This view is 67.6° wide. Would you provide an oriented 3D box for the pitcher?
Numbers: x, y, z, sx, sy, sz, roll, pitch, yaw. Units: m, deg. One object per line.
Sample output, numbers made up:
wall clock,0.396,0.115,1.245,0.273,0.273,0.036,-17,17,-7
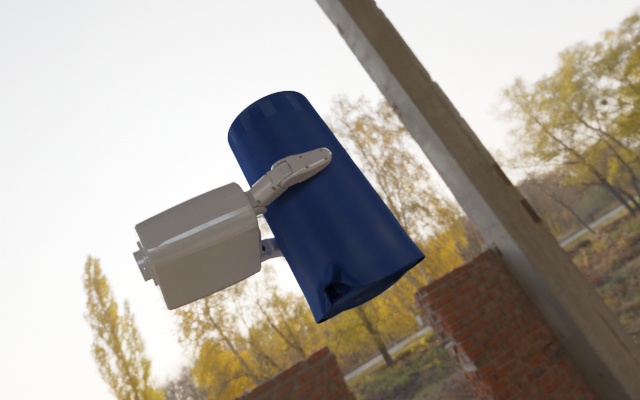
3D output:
pitcher,0.000,0.002,0.539,0.145,0.242,0.149,-25,-17,-22
